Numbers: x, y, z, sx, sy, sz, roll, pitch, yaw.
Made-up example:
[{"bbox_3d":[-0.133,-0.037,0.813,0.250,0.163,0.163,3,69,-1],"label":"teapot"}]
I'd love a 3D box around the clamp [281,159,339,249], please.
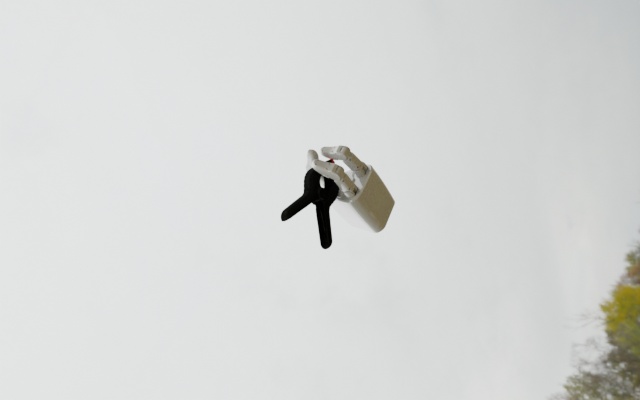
[{"bbox_3d":[0.000,0.003,0.893,0.039,0.171,0.120,-6,-44,43],"label":"clamp"}]
